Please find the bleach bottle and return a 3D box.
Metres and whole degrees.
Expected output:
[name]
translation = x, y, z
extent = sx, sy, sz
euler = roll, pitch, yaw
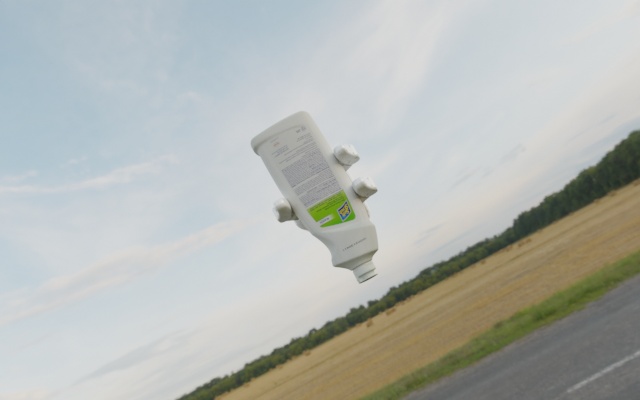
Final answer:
[bleach bottle]
translation = 0.000, 0.002, 0.670
extent = 0.102, 0.250, 0.068
euler = -30, -15, 6
